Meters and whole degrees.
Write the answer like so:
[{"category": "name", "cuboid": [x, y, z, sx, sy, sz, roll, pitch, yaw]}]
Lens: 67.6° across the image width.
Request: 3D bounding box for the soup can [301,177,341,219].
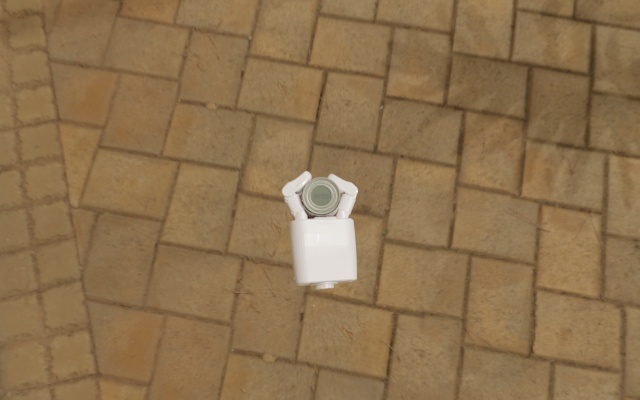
[{"category": "soup can", "cuboid": [0.000, 0.002, 0.846, 0.068, 0.068, 0.102, 0, -12, -1]}]
